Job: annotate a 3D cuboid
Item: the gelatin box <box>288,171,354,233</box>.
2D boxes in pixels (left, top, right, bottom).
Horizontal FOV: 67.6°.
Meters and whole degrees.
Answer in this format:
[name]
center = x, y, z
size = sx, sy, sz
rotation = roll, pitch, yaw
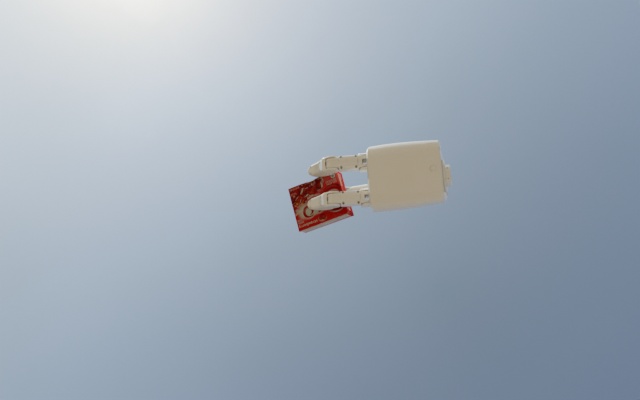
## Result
[gelatin box]
center = 0.000, 0.003, 0.754
size = 0.089, 0.073, 0.030
rotation = -21, -17, 18
